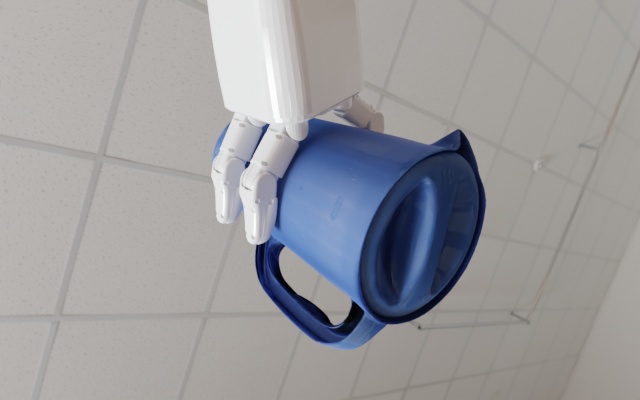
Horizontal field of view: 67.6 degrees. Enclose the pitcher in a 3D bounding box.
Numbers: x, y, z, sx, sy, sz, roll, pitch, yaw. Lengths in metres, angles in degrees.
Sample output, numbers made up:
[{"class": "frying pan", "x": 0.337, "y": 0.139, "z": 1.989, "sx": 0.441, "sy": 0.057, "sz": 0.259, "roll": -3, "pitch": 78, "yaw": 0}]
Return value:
[{"class": "pitcher", "x": 0.000, "y": 0.001, "z": 0.416, "sx": 0.149, "sy": 0.145, "sz": 0.242, "roll": -25, "pitch": 33, "yaw": -31}]
